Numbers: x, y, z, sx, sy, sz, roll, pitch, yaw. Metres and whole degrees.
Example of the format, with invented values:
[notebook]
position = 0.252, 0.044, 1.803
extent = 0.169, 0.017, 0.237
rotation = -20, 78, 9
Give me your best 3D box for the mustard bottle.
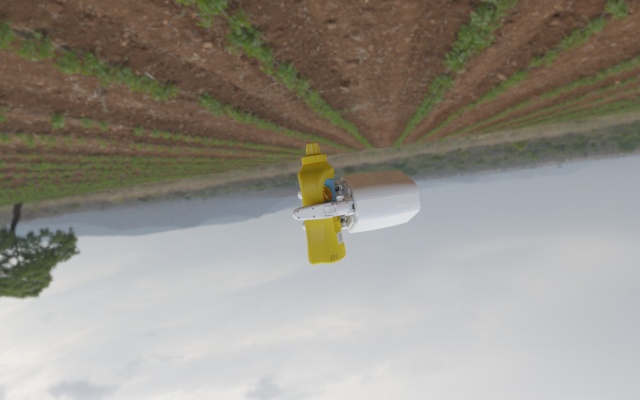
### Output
[mustard bottle]
position = 0.000, 0.003, 0.772
extent = 0.058, 0.191, 0.096
rotation = -7, 2, 17
